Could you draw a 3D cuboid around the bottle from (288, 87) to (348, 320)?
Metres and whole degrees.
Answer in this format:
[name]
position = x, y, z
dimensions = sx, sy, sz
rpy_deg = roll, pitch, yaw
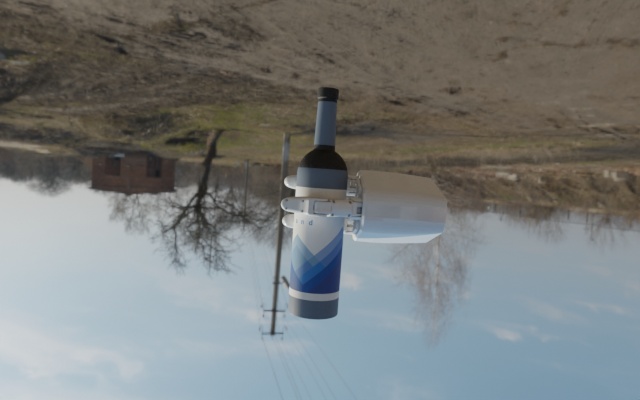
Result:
[bottle]
position = 0.000, 0.002, 0.627
dimensions = 0.069, 0.296, 0.069
rpy_deg = 4, 3, 0
